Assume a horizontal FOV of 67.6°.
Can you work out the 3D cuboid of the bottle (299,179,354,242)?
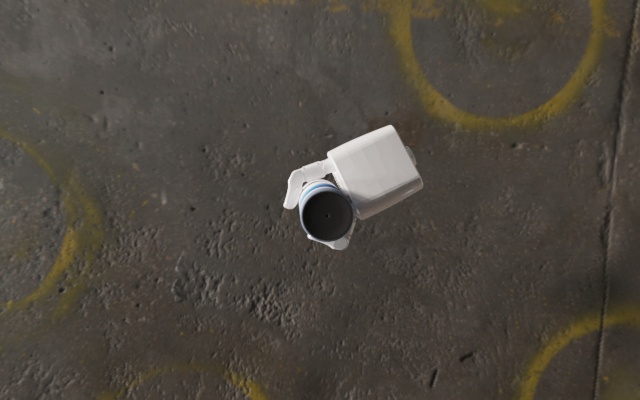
[{"bbox_3d":[0.000,0.002,0.736,0.069,0.069,0.295,0,7,-3],"label":"bottle"}]
